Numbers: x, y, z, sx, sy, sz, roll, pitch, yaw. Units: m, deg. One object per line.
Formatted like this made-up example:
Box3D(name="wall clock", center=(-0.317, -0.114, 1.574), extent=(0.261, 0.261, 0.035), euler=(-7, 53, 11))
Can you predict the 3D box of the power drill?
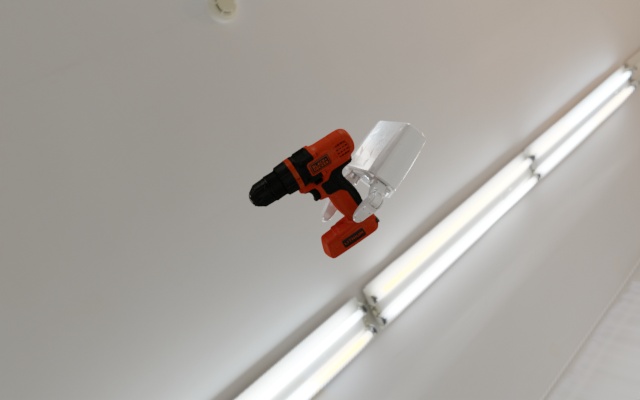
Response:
Box3D(name="power drill", center=(0.001, 0.003, 0.770), extent=(0.184, 0.188, 0.057), euler=(-33, 30, -4))
